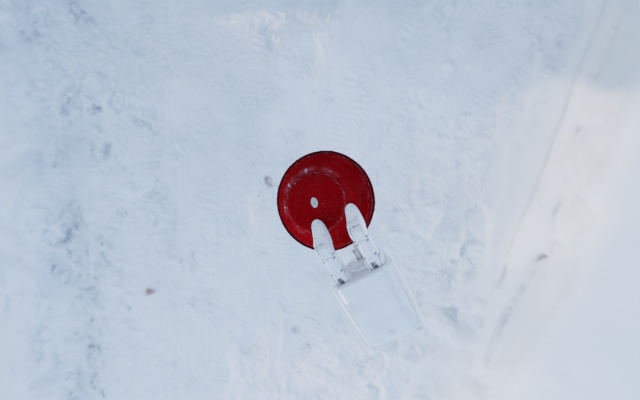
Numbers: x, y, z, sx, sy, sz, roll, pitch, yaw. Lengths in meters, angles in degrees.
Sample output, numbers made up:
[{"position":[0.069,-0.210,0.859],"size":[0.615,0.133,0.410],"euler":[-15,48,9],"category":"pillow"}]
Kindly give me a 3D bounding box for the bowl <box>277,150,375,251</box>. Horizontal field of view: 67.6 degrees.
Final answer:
[{"position":[-0.001,0.001,0.733],"size":[0.162,0.162,0.055],"euler":[0,3,15],"category":"bowl"}]
